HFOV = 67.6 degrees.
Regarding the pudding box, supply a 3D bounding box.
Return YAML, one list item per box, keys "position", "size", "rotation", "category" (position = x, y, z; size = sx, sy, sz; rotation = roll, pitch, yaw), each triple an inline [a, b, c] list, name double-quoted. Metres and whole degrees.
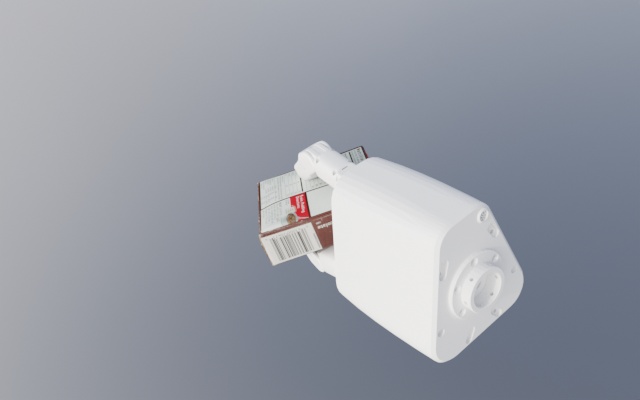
- position: [0.000, 0.001, 0.434]
  size: [0.113, 0.039, 0.090]
  rotation: [-18, 33, 4]
  category: "pudding box"
